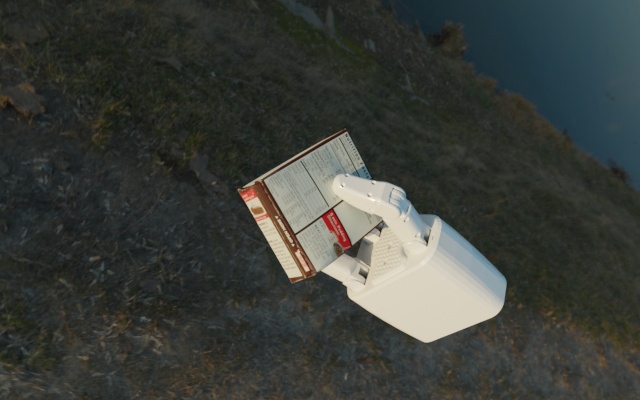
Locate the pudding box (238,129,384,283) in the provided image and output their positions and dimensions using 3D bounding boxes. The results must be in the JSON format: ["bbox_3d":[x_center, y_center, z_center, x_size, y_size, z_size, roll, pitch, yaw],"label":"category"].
[{"bbox_3d":[0.000,0.001,0.407,0.113,0.090,0.039,-35,8,-40],"label":"pudding box"}]
